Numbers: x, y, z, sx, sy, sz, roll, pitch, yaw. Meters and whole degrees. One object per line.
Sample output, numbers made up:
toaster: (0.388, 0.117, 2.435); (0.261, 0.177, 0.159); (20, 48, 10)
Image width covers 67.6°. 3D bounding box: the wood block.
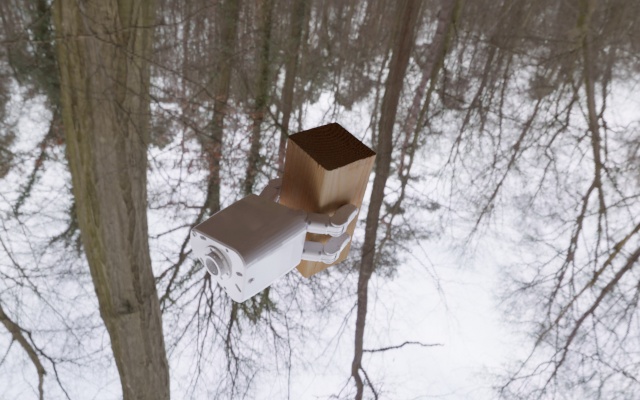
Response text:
wood block: (0.000, 0.002, 0.702); (0.090, 0.206, 0.090); (-22, 51, -34)
